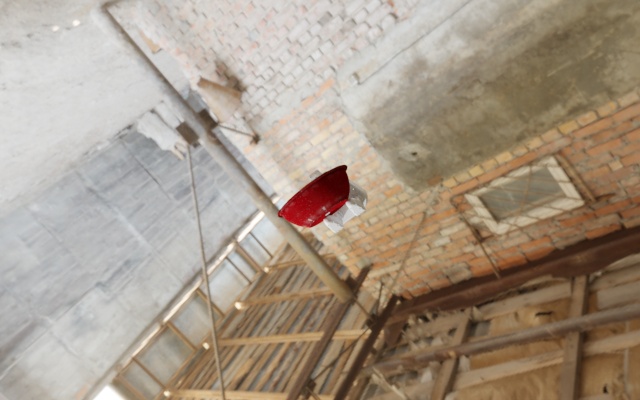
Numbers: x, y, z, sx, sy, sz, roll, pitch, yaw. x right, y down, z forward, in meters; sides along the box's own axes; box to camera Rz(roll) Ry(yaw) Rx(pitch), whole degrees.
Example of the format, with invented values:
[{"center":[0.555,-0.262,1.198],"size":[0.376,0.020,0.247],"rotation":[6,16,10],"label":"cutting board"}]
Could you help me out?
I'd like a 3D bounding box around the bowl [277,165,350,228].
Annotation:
[{"center":[0.000,0.003,0.893],"size":[0.162,0.055,0.162],"rotation":[-35,-9,-7],"label":"bowl"}]
